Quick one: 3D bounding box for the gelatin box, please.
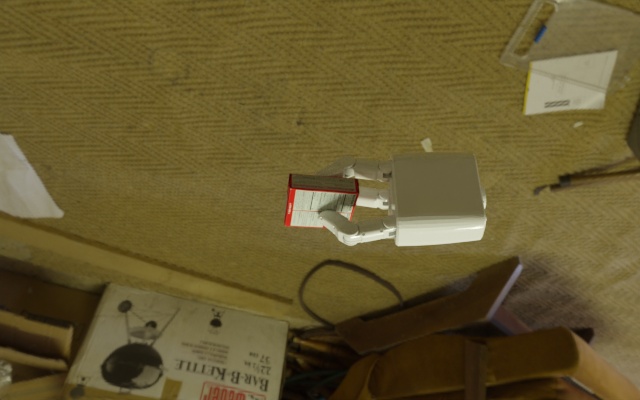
[{"bbox_3d":[0.000,0.002,0.615,0.089,0.030,0.073,3,-42,-8],"label":"gelatin box"}]
